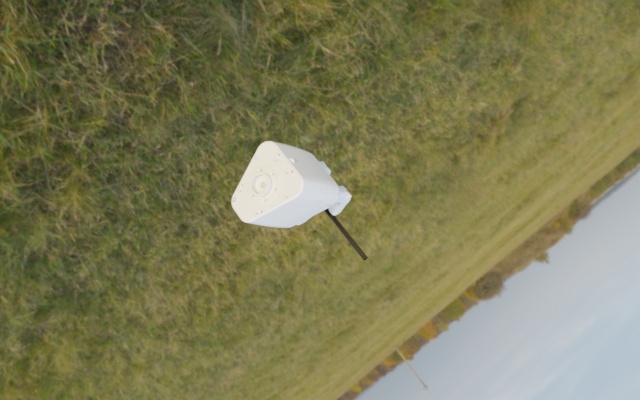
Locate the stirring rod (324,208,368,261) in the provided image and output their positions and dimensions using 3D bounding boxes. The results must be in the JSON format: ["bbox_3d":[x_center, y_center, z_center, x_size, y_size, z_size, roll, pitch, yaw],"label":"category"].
[{"bbox_3d":[0.000,0.003,0.781,0.011,0.239,0.011,-33,-21,-15],"label":"stirring rod"}]
